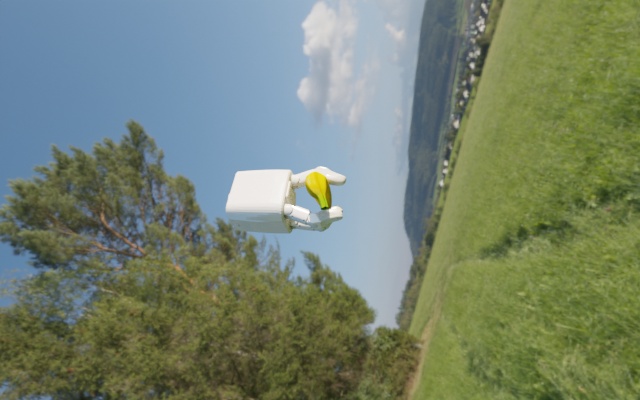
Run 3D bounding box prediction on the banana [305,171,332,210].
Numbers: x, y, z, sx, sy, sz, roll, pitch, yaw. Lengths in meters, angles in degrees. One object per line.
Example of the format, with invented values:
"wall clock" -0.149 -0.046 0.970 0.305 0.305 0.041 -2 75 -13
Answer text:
"banana" -0.003 -0.016 0.845 0.037 0.069 0.198 -8 -1 4
